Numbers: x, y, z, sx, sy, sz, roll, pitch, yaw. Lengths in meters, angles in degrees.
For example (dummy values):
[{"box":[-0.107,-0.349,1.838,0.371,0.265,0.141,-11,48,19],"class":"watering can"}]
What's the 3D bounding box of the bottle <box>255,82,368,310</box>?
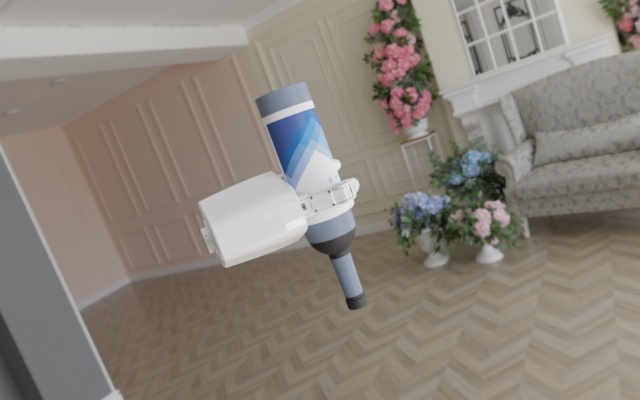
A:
[{"box":[0.000,0.002,0.610,0.069,0.296,0.069,-20,9,3],"class":"bottle"}]
